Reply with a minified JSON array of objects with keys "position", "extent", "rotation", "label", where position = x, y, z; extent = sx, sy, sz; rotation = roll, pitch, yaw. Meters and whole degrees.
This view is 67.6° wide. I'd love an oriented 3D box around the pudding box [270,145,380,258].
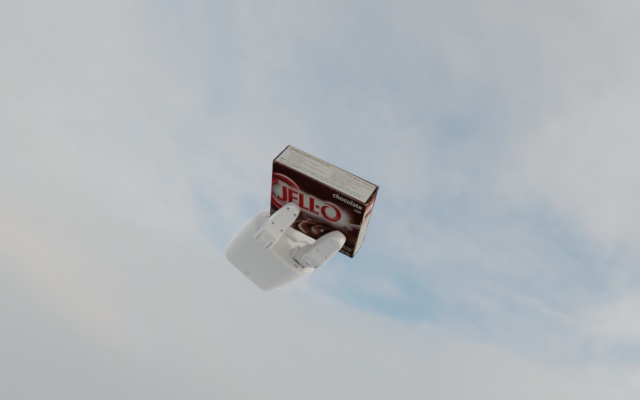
[{"position":[0.000,0.002,0.520],"extent":[0.113,0.090,0.039],"rotation":[24,50,14],"label":"pudding box"}]
